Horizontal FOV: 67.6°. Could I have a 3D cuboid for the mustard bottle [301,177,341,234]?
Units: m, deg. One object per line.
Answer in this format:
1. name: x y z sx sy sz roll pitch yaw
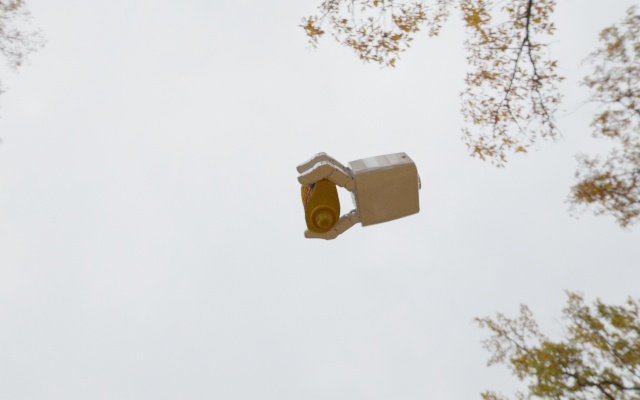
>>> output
1. mustard bottle: 0.000 0.003 0.815 0.058 0.096 0.191 11 19 -9
